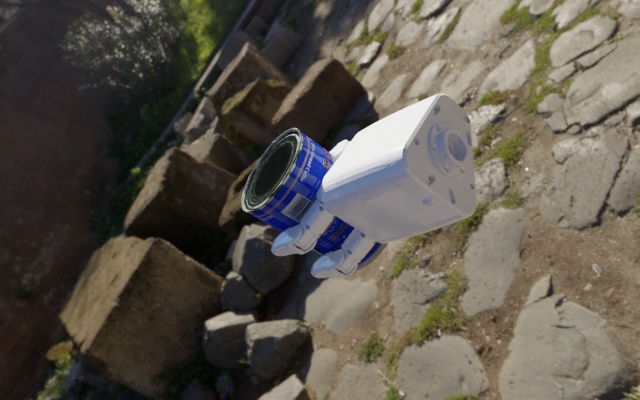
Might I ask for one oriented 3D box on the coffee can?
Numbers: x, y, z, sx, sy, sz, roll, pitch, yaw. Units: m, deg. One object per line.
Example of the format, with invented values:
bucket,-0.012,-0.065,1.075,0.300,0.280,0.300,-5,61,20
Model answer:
coffee can,0.000,0.002,0.526,0.140,0.102,0.103,33,-16,-25
